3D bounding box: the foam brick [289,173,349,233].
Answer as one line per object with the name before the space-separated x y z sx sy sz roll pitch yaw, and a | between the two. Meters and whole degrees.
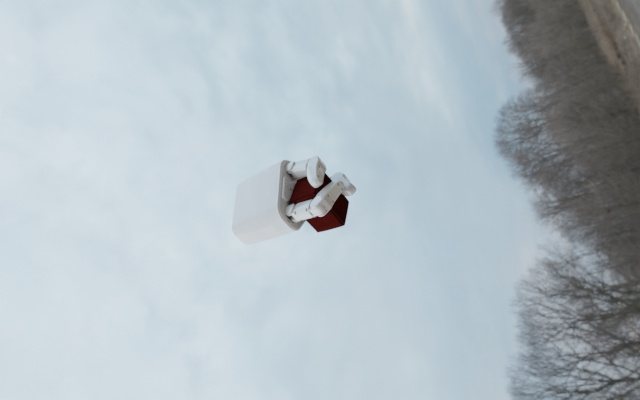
foam brick | 0.000 0.003 0.736 0.051 0.053 0.078 -20 -54 32
